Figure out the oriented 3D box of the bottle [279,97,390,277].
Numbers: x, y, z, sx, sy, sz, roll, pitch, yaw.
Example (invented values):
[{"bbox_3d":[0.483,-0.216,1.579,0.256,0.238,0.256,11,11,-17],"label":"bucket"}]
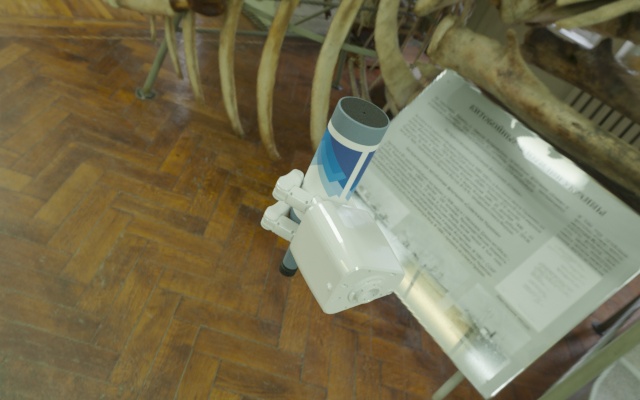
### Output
[{"bbox_3d":[0.000,0.002,0.650,0.069,0.296,0.069,16,38,-13],"label":"bottle"}]
